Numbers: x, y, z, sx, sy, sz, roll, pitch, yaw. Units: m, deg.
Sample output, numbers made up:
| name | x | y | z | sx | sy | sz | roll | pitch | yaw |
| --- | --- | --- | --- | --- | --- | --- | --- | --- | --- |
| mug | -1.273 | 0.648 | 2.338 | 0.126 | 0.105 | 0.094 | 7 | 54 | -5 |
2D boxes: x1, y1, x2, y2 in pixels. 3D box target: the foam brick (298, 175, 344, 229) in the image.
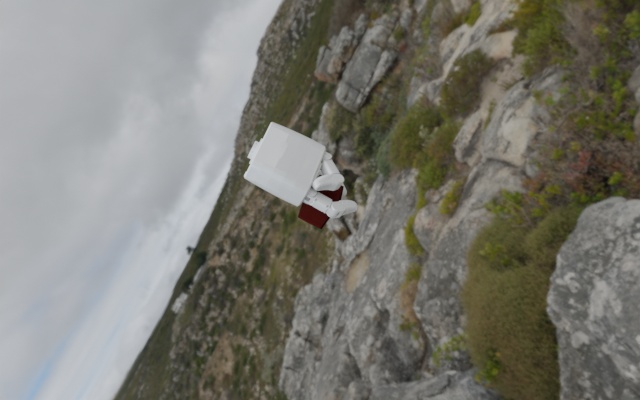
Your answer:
| name | x | y | z | sx | sy | sz | roll | pitch | yaw |
| --- | --- | --- | --- | --- | --- | --- | --- | --- | --- |
| foam brick | 0.000 | 0.003 | 0.870 | 0.051 | 0.053 | 0.078 | 25 | -46 | -10 |
